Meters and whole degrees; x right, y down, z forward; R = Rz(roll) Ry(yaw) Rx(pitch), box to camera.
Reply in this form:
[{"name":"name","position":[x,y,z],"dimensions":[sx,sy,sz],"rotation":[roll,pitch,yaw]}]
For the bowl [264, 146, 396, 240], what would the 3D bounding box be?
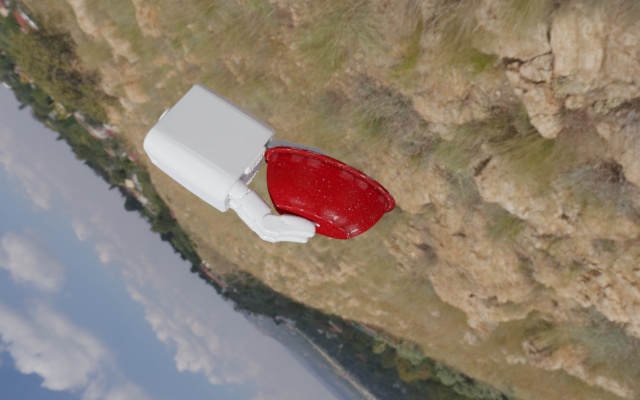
[{"name":"bowl","position":[0.001,0.003,0.542],"dimensions":[0.162,0.055,0.162],"rotation":[21,-14,6]}]
